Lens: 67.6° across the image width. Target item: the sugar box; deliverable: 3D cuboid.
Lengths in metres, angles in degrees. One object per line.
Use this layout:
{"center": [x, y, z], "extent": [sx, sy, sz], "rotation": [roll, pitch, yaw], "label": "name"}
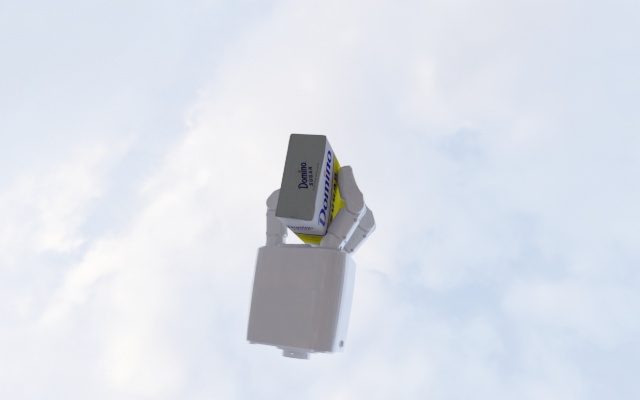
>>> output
{"center": [0.001, 0.002, 0.550], "extent": [0.048, 0.093, 0.176], "rotation": [5, -16, 13], "label": "sugar box"}
